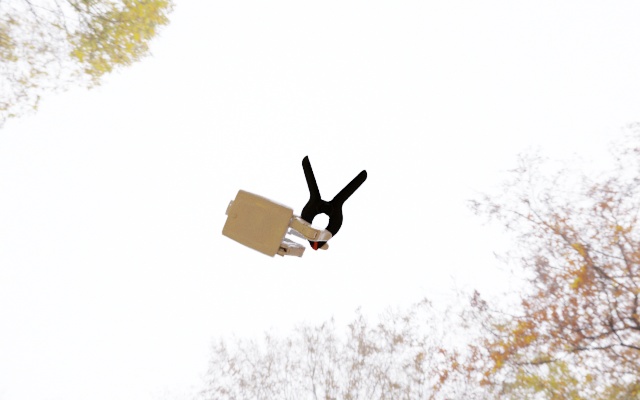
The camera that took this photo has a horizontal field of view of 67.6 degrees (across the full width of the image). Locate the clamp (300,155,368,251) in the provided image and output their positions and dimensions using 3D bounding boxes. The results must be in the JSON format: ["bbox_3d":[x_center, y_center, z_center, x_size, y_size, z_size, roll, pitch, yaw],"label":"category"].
[{"bbox_3d":[0.000,0.003,0.857,0.120,0.171,0.039,23,8,-3],"label":"clamp"}]
